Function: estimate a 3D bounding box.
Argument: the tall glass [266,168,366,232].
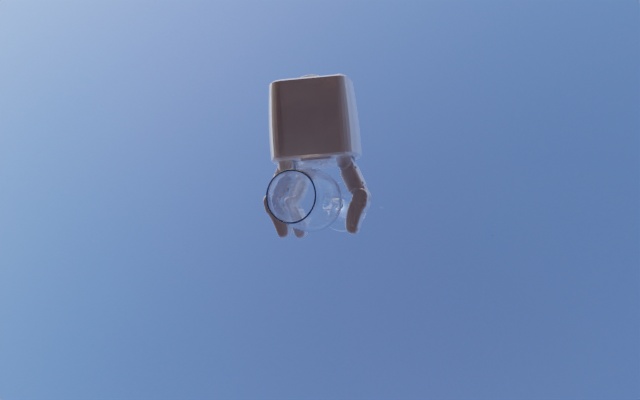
[{"bbox_3d":[0.000,0.002,0.625,0.079,0.079,0.201,0,-4,20],"label":"tall glass"}]
